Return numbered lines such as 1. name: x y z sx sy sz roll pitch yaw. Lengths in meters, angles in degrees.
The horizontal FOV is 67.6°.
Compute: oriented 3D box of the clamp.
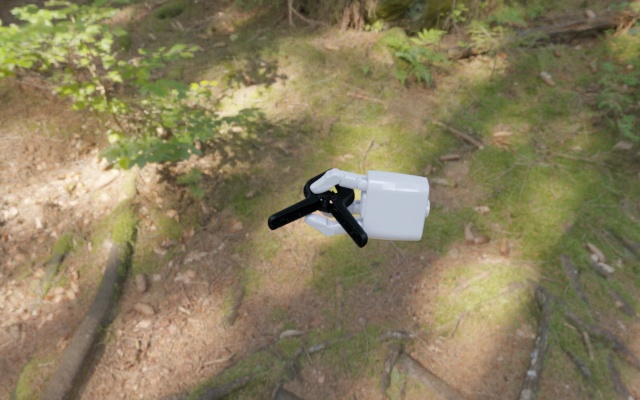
1. clamp: 0.000 0.002 0.842 0.164 0.036 0.209 8 34 -1
